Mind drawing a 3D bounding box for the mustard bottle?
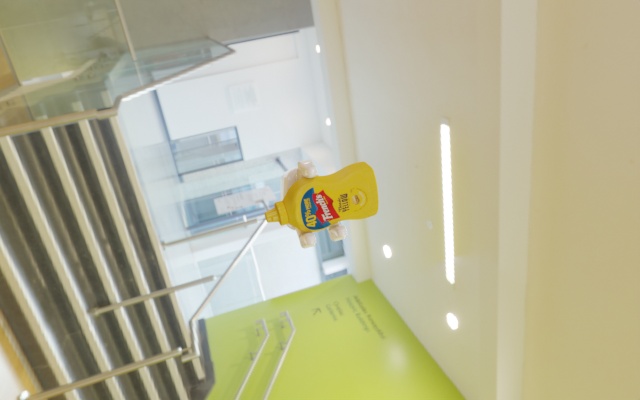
[{"bbox_3d":[0.000,0.003,0.802,0.191,0.096,0.058,-15,29,-12],"label":"mustard bottle"}]
